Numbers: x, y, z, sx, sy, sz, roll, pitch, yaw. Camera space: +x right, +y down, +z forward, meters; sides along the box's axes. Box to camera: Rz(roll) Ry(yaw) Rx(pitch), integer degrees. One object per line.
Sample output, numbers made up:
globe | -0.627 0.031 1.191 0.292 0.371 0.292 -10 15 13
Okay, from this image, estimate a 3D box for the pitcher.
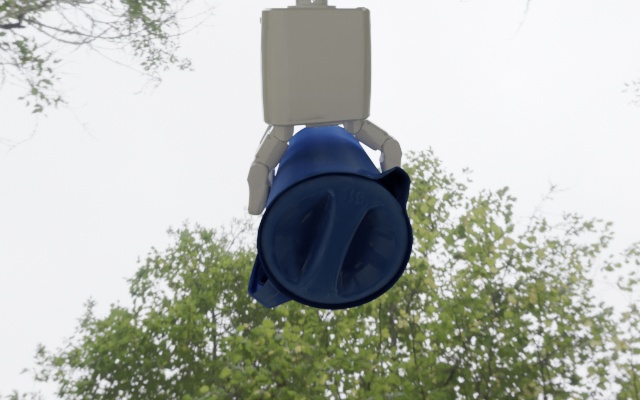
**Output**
pitcher | 0.000 0.001 0.512 0.149 0.145 0.242 -2 22 -2
